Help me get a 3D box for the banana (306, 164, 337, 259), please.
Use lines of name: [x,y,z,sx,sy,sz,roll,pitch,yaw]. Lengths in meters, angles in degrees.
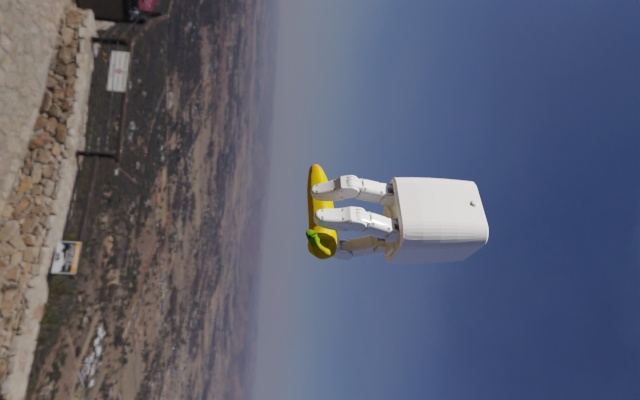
banana: [0.001,0.020,0.622,0.037,0.070,0.197,-3,27,0]
